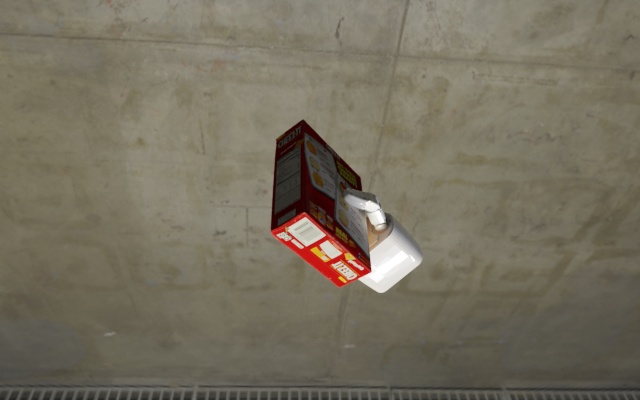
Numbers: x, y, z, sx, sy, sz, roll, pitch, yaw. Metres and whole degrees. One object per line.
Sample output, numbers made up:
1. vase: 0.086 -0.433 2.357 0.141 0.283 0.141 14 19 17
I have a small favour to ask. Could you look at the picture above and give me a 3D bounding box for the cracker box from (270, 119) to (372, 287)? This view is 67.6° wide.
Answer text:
1. cracker box: 0.000 0.002 0.743 0.072 0.213 0.164 -30 -52 24
